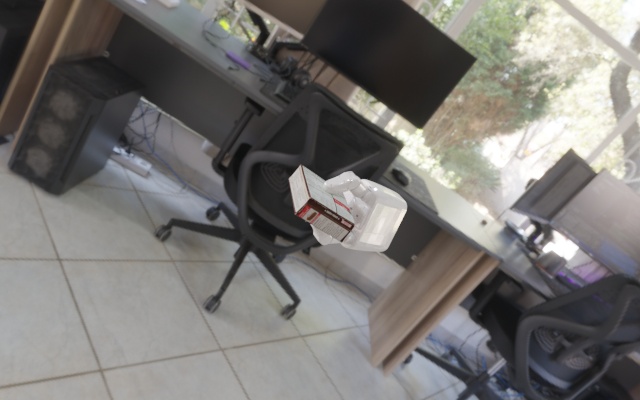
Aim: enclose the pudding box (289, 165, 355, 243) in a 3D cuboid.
[{"bbox_3d":[0.000,0.002,0.730,0.090,0.039,0.113,31,19,-24],"label":"pudding box"}]
